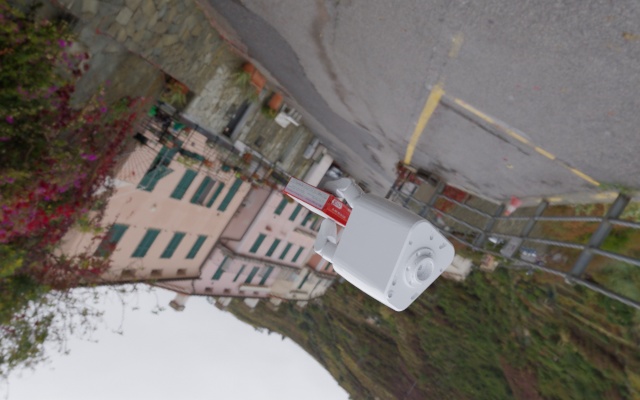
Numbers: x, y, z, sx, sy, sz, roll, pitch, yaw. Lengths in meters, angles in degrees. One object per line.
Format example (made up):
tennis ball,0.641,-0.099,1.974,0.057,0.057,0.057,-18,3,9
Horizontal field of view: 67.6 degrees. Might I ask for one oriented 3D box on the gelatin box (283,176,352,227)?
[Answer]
gelatin box,0.000,0.003,0.698,0.089,0.030,0.073,25,-6,41
